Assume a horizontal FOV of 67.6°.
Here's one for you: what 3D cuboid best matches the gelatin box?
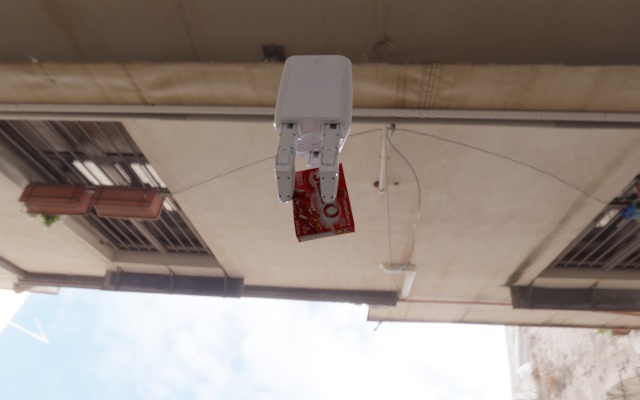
[{"bbox_3d":[0.000,0.002,0.601,0.073,0.089,0.030,-10,-21,1],"label":"gelatin box"}]
